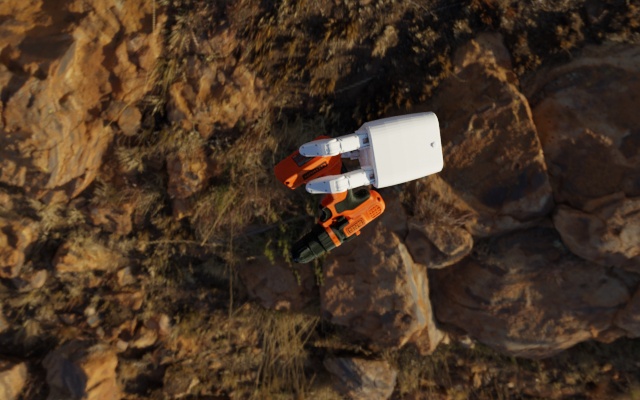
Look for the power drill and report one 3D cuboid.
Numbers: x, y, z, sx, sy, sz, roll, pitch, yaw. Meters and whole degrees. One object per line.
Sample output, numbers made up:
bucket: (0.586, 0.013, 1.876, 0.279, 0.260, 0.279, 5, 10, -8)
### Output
power drill: (0.000, 0.002, 0.776, 0.184, 0.188, 0.057, -36, 41, -5)
